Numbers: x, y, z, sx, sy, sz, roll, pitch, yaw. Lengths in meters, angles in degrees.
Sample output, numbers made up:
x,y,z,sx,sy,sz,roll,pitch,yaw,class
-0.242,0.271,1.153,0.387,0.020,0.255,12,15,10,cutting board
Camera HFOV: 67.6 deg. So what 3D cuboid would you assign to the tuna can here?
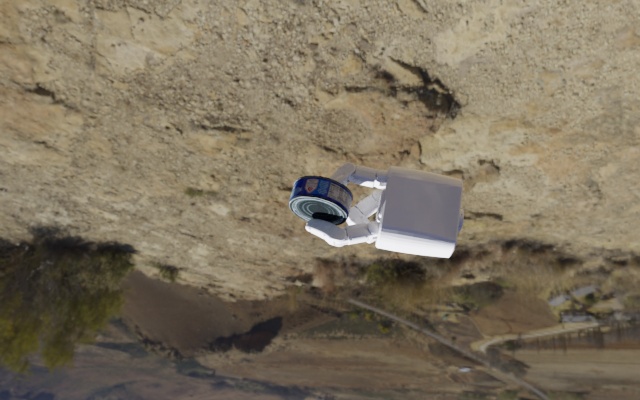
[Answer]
x,y,z,sx,sy,sz,roll,pitch,yaw,class
0.000,0.003,0.662,0.086,0.033,0.086,12,-27,6,tuna can
